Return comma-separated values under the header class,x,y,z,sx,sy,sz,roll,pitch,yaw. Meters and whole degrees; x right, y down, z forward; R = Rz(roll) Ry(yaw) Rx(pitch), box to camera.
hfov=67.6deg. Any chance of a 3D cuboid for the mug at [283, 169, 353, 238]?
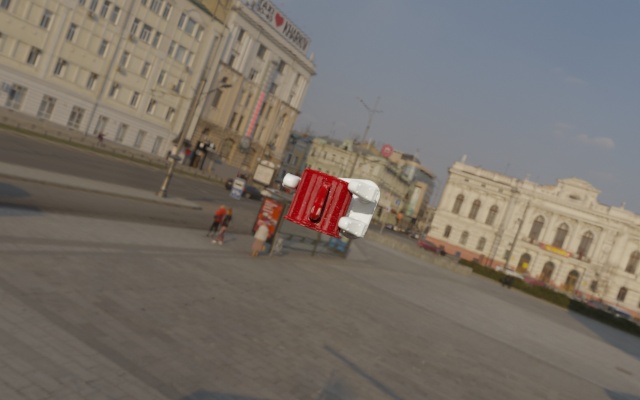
class,x,y,z,sx,sy,sz,roll,pitch,yaw
mug,0.000,0.002,0.699,0.093,0.081,0.117,20,-1,5
